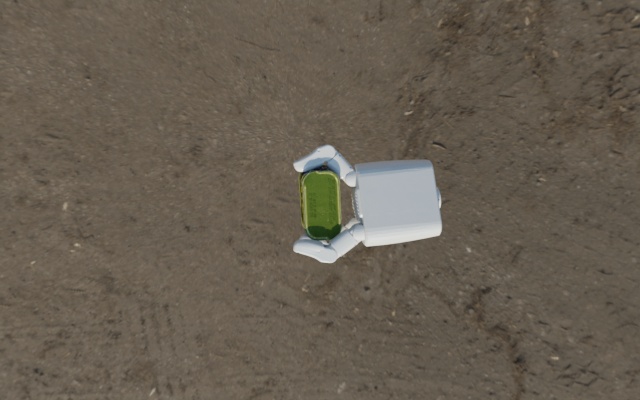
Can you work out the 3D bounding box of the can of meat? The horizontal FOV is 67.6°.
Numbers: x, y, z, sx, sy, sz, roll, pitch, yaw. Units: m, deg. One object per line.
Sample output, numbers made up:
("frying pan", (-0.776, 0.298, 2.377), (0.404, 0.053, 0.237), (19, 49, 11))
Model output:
("can of meat", (0.000, 0.002, 0.683), (0.057, 0.102, 0.084), (-4, 8, -3))
